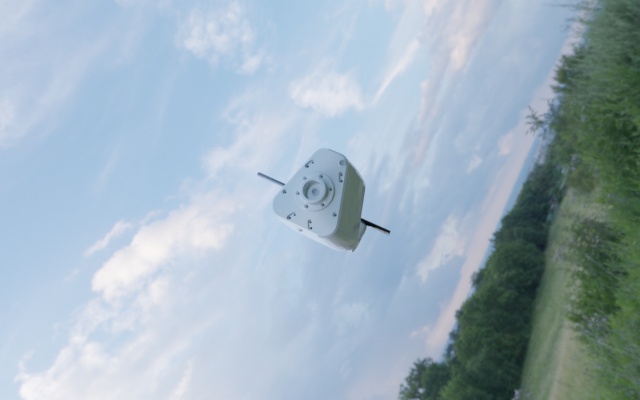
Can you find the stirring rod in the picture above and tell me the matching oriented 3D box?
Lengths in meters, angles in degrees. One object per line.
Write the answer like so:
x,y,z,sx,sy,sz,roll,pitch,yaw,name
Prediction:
0.000,0.002,0.759,0.239,0.011,0.011,24,8,19,stirring rod
